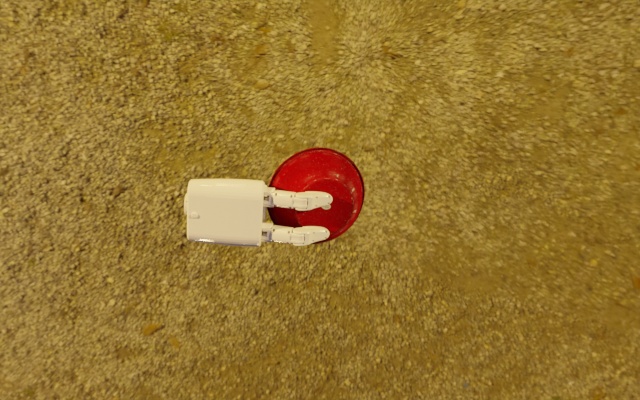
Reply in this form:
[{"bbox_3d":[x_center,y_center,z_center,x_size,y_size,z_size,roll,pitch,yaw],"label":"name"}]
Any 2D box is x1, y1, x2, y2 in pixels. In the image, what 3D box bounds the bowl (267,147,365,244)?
[{"bbox_3d":[0.002,0.002,0.738,0.162,0.162,0.055,0,18,-15],"label":"bowl"}]
